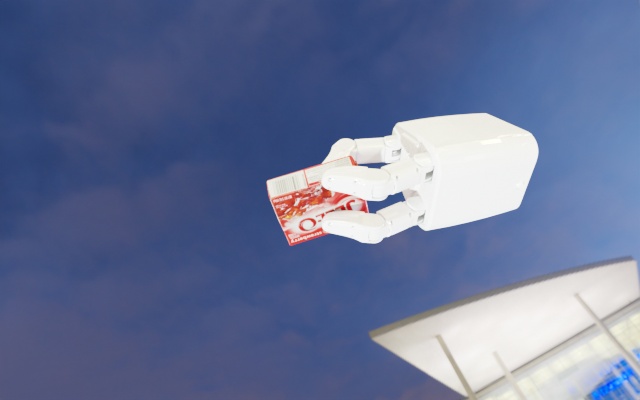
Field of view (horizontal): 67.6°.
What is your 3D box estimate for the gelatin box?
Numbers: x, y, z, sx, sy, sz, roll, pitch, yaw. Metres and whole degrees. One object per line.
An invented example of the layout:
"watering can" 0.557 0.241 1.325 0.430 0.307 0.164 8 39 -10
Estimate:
"gelatin box" 0.000 0.001 0.475 0.089 0.030 0.073 -17 -44 1
